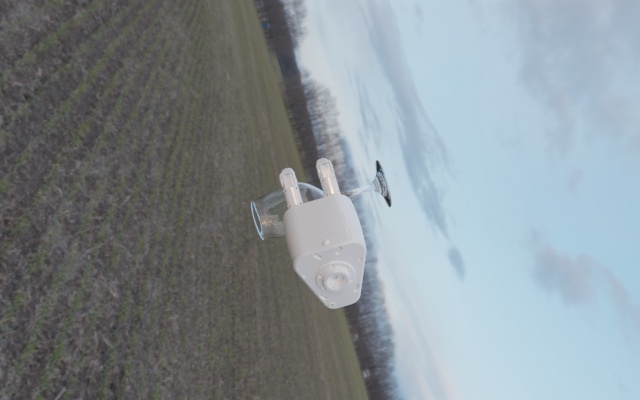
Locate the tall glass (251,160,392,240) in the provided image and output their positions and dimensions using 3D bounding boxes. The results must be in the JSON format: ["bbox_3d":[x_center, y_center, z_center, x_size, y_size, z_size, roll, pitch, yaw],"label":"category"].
[{"bbox_3d":[0.001,0.002,0.718,0.201,0.079,0.079,-16,0,0],"label":"tall glass"}]
